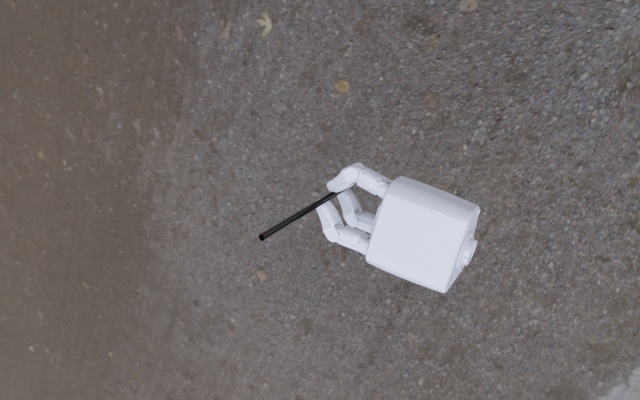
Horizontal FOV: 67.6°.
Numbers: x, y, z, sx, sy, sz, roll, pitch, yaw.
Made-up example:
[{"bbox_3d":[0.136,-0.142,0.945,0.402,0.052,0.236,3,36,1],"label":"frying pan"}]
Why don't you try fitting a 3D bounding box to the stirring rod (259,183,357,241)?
[{"bbox_3d":[0.000,0.002,0.616,0.011,0.011,0.239,0,19,35],"label":"stirring rod"}]
